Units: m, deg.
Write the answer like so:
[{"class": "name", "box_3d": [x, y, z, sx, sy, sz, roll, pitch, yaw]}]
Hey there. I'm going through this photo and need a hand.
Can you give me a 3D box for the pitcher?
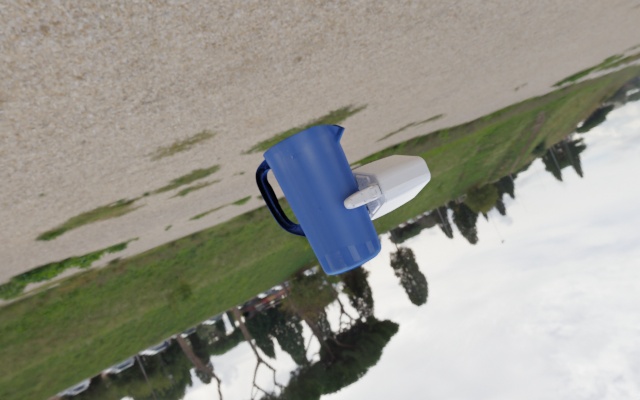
[{"class": "pitcher", "box_3d": [0.000, 0.003, 0.824, 0.145, 0.243, 0.149, -24, 0, -24]}]
